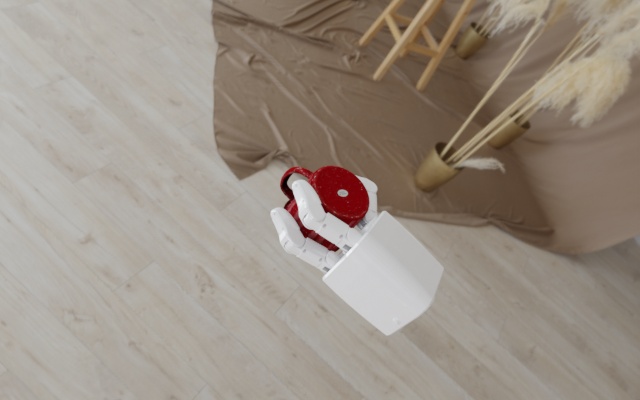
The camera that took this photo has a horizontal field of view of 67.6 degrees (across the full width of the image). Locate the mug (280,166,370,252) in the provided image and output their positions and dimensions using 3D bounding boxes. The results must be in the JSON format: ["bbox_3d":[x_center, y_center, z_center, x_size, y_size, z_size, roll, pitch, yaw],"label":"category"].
[{"bbox_3d":[-0.001,0.001,0.604,0.093,0.117,0.081,-45,-4,-45],"label":"mug"}]
